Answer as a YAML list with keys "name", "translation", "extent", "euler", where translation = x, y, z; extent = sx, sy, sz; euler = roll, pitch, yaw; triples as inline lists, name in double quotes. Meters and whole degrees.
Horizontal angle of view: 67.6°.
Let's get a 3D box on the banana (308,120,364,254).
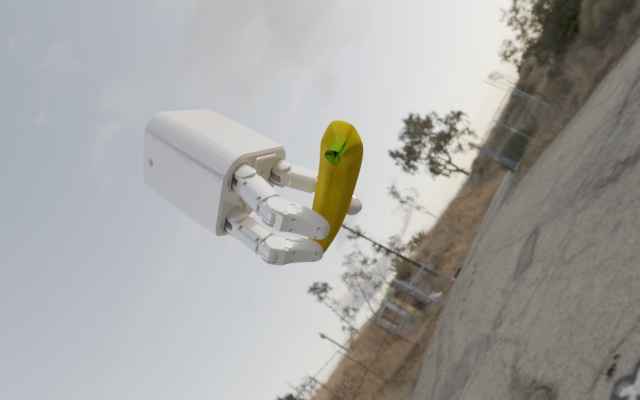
- name: "banana"
  translation: [0.010, -0.014, 0.440]
  extent: [0.037, 0.069, 0.198]
  euler: [28, -26, 12]
